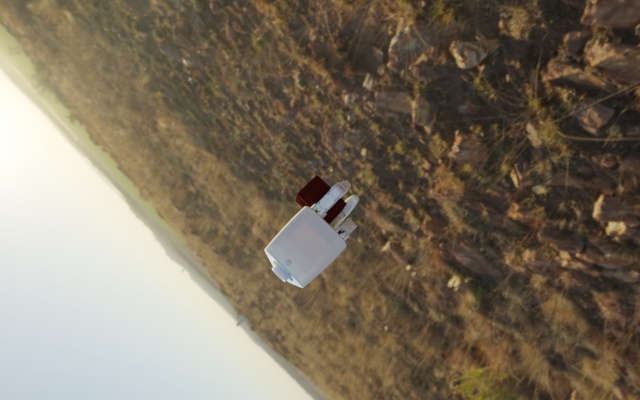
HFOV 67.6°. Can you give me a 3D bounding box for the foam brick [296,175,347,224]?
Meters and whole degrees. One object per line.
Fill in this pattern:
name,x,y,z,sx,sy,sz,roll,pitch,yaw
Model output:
foam brick,0.000,0.003,0.863,0.051,0.078,0.053,-44,-6,-15
